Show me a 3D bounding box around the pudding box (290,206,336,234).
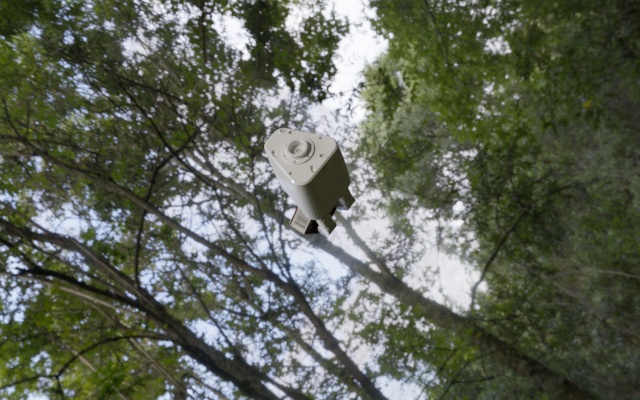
[{"bbox_3d":[0.000,0.003,0.840,0.039,0.113,0.090,31,10,23],"label":"pudding box"}]
